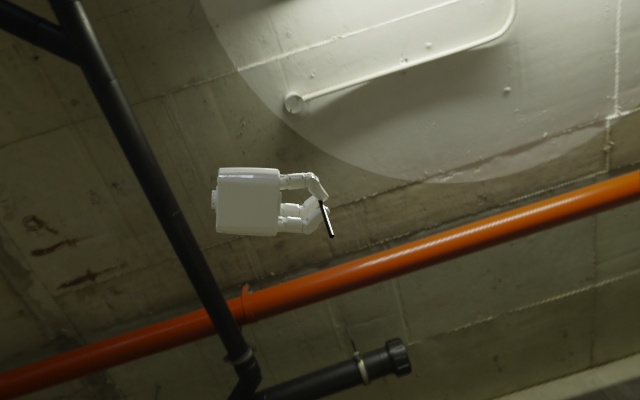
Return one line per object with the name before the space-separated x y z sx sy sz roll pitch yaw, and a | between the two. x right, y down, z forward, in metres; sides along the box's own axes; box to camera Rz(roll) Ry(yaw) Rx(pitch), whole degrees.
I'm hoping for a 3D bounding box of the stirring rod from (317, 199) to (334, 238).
stirring rod | 0.000 0.003 0.860 0.011 0.011 0.239 0 27 -10
